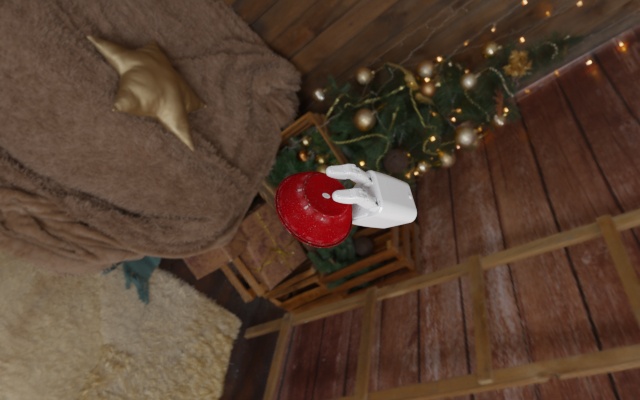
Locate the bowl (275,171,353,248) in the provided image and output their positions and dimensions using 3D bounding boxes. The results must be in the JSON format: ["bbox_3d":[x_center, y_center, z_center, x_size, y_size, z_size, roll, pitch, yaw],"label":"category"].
[{"bbox_3d":[-0.001,0.003,0.877,0.162,0.162,0.055,0,-30,-30],"label":"bowl"}]
